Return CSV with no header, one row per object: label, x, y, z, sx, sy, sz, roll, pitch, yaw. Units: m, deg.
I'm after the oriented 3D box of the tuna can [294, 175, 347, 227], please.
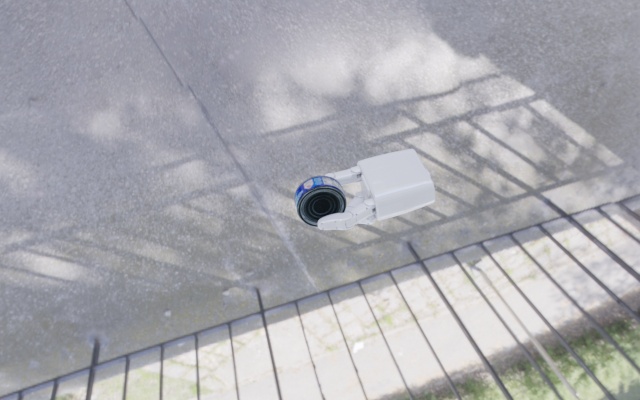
tuna can,0.000,0.003,0.803,0.086,0.086,0.033,0,35,-12
